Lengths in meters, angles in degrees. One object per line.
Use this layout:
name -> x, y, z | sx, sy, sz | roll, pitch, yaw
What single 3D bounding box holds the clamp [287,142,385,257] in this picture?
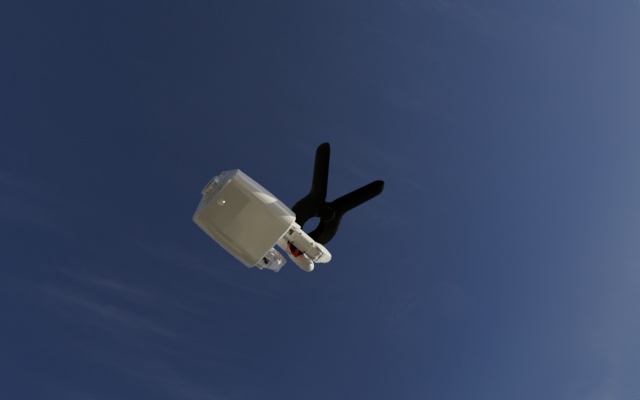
clamp -> 0.000, 0.002, 0.696 | 0.120, 0.171, 0.039 | 42, 3, -19
